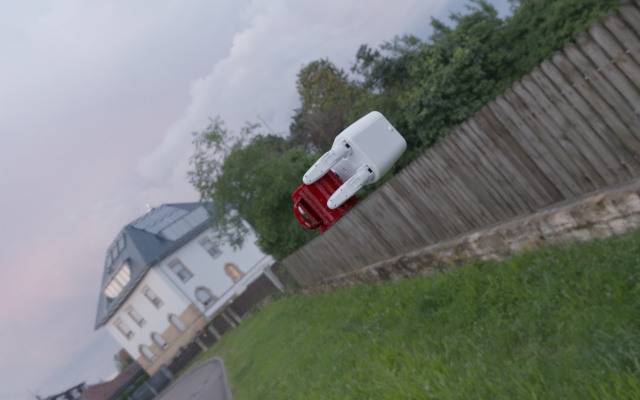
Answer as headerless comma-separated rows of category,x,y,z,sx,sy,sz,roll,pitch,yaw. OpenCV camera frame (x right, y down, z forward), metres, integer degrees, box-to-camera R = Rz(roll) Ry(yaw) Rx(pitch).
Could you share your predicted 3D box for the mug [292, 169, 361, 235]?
mug,-0.001,0.003,0.788,0.117,0.081,0.093,-41,-2,-39
